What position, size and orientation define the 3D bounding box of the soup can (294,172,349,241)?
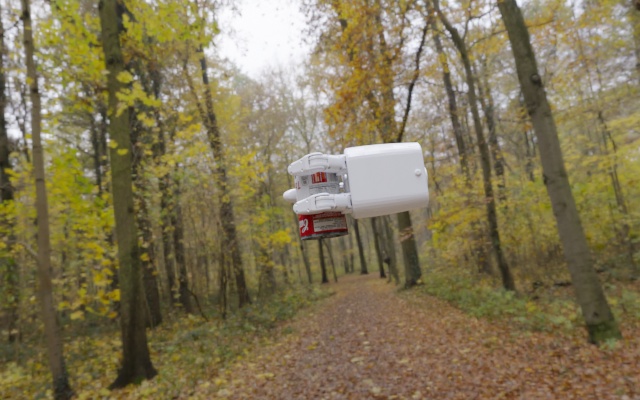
[{"bbox_3d":[0.000,0.002,0.683,0.068,0.102,0.068,-7,-8,-1],"label":"soup can"}]
